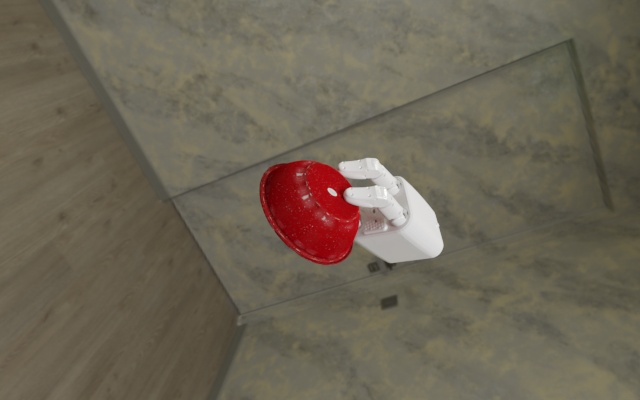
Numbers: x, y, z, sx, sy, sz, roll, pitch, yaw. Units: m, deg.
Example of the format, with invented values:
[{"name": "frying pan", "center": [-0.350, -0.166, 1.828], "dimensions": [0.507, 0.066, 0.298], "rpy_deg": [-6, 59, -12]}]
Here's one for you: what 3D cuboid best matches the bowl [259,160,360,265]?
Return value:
[{"name": "bowl", "center": [-0.001, 0.002, 0.634], "dimensions": [0.162, 0.162, 0.055], "rpy_deg": [0, -32, -47]}]
